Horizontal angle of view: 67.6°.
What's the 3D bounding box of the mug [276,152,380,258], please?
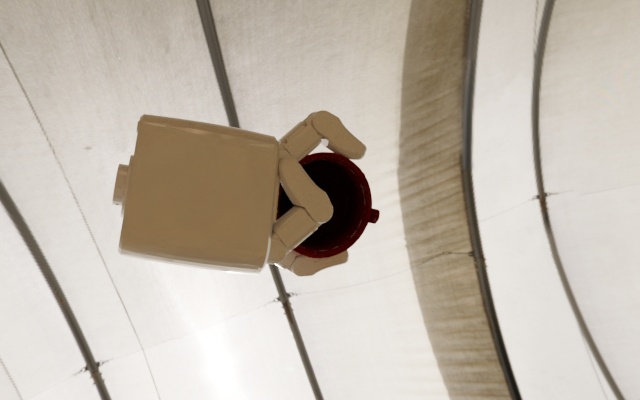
[{"bbox_3d":[0.001,0.002,0.454,0.117,0.093,0.081,10,4,-22],"label":"mug"}]
